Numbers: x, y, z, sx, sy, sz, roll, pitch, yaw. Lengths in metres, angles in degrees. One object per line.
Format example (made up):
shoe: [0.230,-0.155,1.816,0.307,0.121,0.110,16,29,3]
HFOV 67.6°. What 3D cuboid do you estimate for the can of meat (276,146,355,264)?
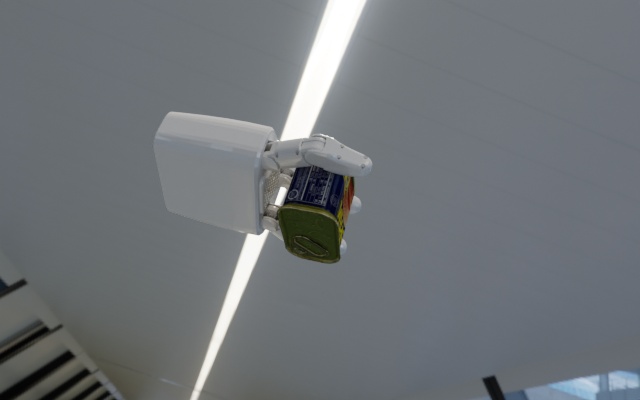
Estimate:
can of meat: [0.000,0.001,0.471,0.057,0.084,0.102,10,-31,11]
